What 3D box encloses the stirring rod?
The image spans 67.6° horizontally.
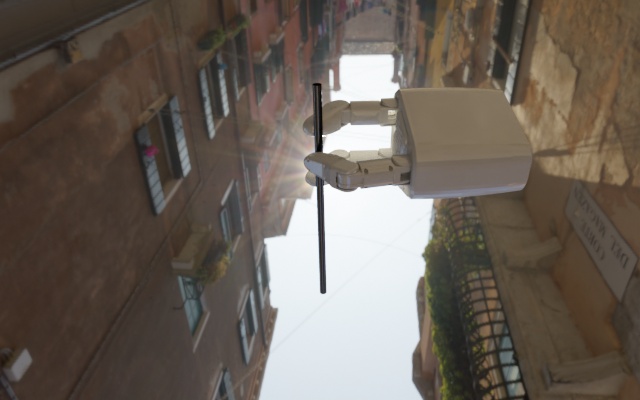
[{"bbox_3d":[0.000,0.001,0.477,0.011,0.240,0.011,-1,32,1],"label":"stirring rod"}]
